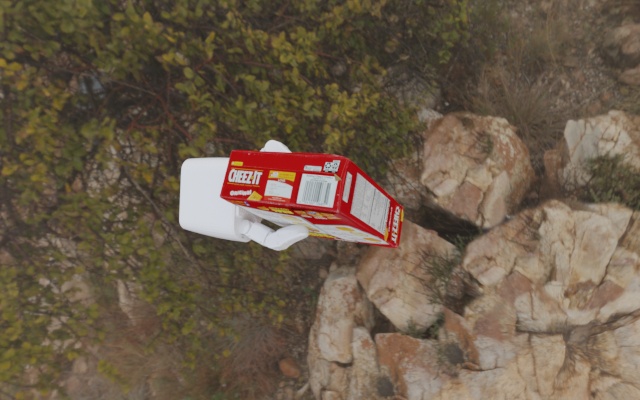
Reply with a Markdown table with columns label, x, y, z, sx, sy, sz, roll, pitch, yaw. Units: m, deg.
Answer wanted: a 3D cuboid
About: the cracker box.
| label | x | y | z | sx | sy | sz | roll | pitch | yaw |
| --- | --- | --- | --- | --- | --- | --- | --- | --- | --- |
| cracker box | 0.000 | 0.002 | 0.632 | 0.164 | 0.072 | 0.214 | 6 | -12 | 28 |
